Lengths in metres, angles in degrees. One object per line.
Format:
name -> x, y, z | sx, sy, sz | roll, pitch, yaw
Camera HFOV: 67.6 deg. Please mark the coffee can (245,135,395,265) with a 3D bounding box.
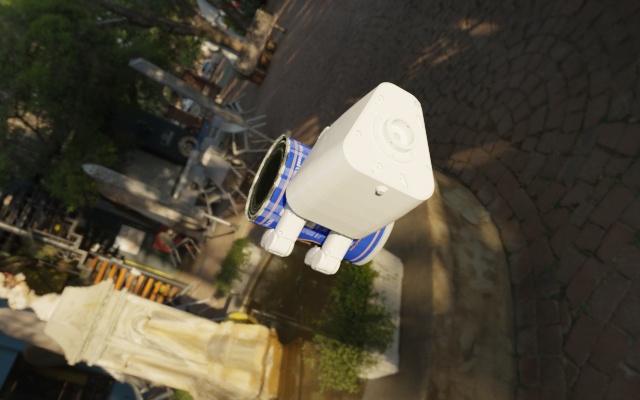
coffee can -> 0.000, 0.002, 0.540 | 0.140, 0.103, 0.103 | 24, -8, -20
